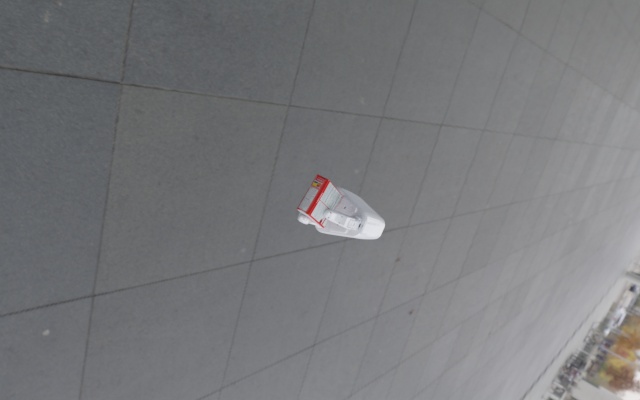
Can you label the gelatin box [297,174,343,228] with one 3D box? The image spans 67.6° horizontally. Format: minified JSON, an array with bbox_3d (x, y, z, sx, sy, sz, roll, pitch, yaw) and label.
[{"bbox_3d":[0.000,0.003,0.871,0.030,0.073,0.089,27,-8,26],"label":"gelatin box"}]
